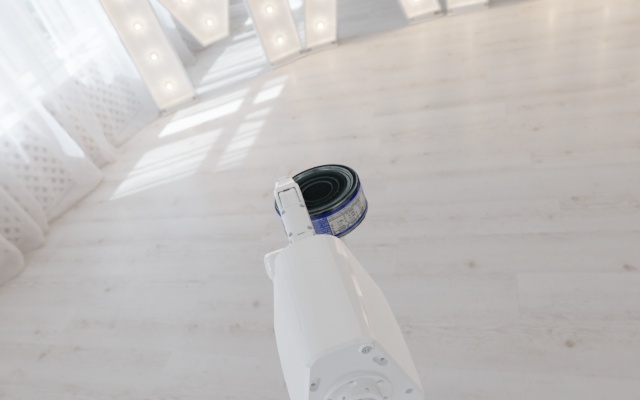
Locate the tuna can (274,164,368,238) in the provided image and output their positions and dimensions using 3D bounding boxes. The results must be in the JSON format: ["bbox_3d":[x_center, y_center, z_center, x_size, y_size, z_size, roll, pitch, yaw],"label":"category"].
[{"bbox_3d":[0.000,0.001,0.457,0.086,0.034,0.086,-14,34,10],"label":"tuna can"}]
